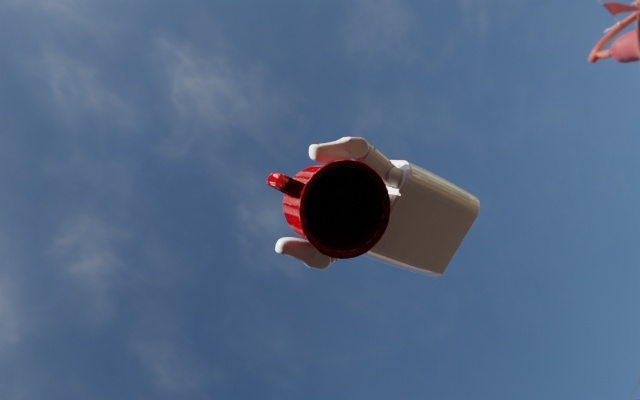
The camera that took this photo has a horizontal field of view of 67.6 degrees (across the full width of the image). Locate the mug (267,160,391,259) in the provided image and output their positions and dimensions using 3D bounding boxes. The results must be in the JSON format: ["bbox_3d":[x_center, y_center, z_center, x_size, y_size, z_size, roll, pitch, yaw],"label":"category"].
[{"bbox_3d":[-0.001,0.001,0.476,0.117,0.093,0.081,22,-3,-20],"label":"mug"}]
